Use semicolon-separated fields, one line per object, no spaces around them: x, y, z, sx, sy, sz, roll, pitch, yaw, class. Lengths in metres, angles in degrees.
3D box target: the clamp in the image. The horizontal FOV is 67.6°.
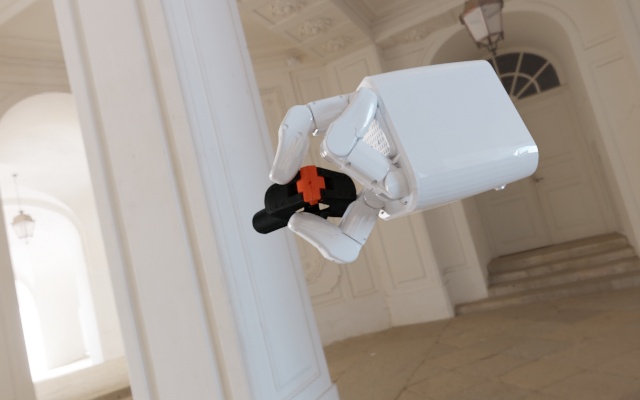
0.000;0.001;0.438;0.120;0.039;0.171;-14;-7;-13;clamp
